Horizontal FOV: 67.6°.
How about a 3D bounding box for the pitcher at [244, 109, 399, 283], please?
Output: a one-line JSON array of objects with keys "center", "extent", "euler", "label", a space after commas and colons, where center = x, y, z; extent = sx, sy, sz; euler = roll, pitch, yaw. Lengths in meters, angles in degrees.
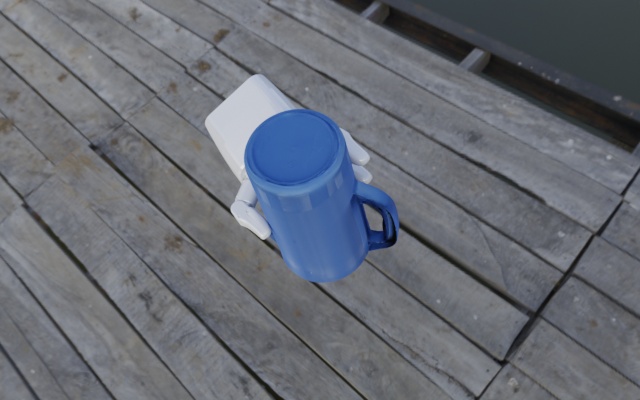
[{"center": [0.000, 0.002, 0.587], "extent": [0.149, 0.145, 0.243], "euler": [-34, -28, -9], "label": "pitcher"}]
